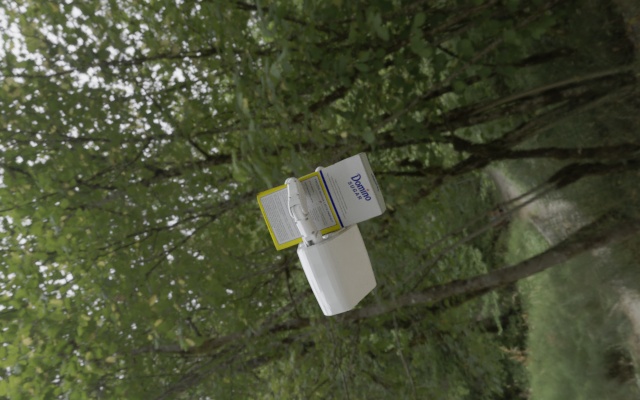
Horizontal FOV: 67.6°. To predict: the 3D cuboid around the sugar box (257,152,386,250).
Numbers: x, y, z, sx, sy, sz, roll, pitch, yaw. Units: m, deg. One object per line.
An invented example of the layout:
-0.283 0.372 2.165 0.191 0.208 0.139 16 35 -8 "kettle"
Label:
0.000 0.002 0.714 0.176 0.093 0.048 -20 4 18 "sugar box"
